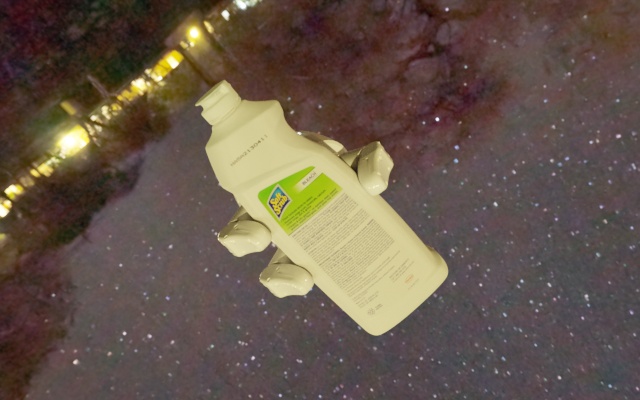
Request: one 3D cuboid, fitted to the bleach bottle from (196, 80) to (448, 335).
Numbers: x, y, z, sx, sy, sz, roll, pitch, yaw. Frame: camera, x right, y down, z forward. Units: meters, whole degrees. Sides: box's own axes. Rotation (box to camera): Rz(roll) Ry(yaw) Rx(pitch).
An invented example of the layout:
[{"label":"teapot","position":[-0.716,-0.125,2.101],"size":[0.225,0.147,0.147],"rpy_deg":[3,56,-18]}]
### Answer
[{"label":"bleach bottle","position":[0.000,0.001,0.402],"size":[0.102,0.251,0.068],"rpy_deg":[-42,23,-2]}]
